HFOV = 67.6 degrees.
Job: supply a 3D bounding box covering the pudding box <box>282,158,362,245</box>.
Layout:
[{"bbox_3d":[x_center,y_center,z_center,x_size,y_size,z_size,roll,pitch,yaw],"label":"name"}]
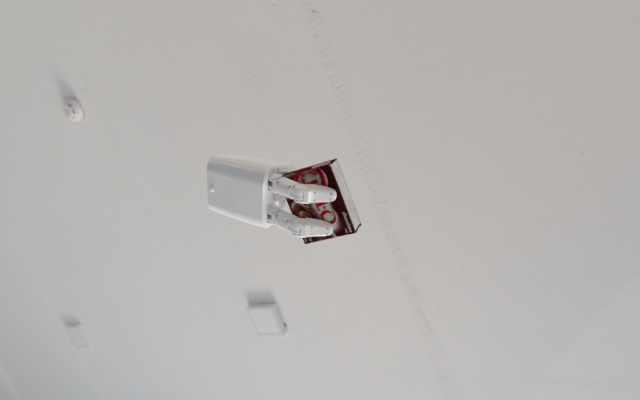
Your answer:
[{"bbox_3d":[0.000,0.002,0.716,0.090,0.113,0.039,-15,17,28],"label":"pudding box"}]
